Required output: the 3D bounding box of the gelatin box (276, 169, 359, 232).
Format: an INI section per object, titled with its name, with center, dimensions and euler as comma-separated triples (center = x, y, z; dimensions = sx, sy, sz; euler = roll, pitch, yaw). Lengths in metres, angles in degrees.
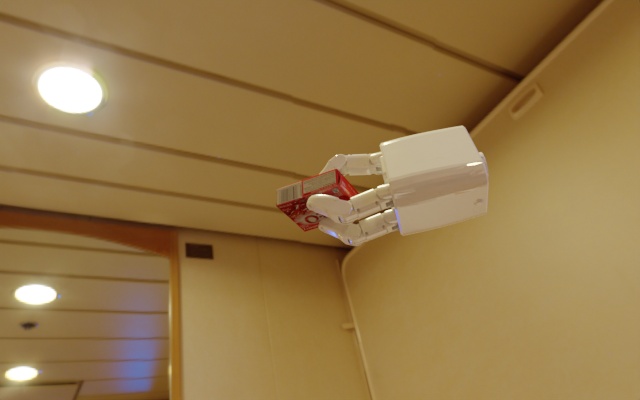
[gelatin box]
center = 0.000, 0.002, 0.601
dimensions = 0.089, 0.030, 0.073
euler = -17, -36, 22
